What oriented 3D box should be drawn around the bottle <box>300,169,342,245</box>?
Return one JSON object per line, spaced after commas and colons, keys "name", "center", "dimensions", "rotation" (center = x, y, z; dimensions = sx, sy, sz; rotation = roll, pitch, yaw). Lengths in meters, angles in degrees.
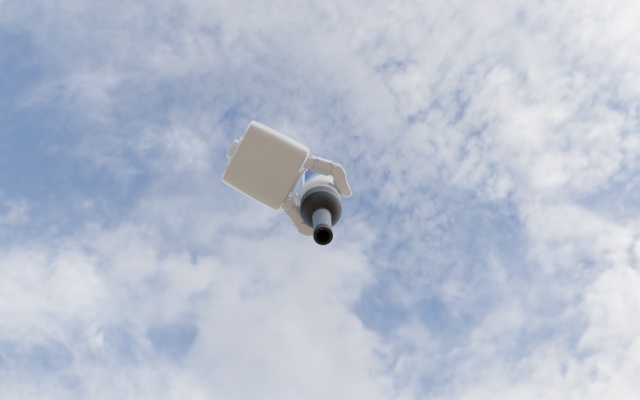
{"name": "bottle", "center": [0.000, 0.003, 0.786], "dimensions": [0.069, 0.069, 0.295], "rotation": [0, 18, -1]}
